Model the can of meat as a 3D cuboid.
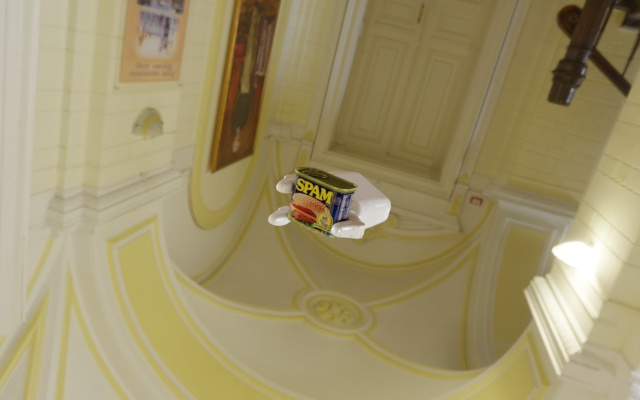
[{"bbox_3d":[0.000,0.003,0.756,0.102,0.084,0.057,24,21,30],"label":"can of meat"}]
